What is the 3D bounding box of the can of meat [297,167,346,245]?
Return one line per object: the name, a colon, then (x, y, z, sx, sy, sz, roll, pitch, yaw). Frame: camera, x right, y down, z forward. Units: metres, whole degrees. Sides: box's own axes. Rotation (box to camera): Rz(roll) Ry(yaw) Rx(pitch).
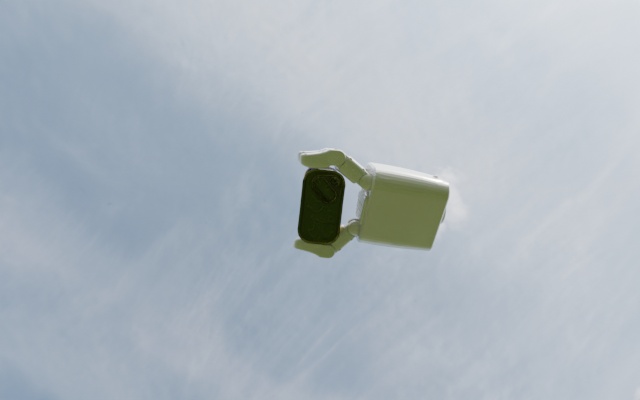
can of meat: (0.000, 0.002, 0.676, 0.057, 0.102, 0.084, 6, 10, -2)
